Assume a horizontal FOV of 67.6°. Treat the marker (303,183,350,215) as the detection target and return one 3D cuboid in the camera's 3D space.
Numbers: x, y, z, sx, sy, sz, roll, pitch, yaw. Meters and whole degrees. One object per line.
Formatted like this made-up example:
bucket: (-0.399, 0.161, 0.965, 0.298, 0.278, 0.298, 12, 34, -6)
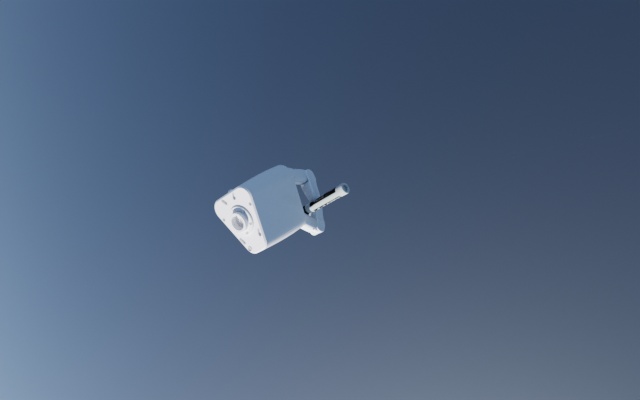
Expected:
marker: (0.000, 0.003, 0.813, 0.020, 0.020, 0.121, 0, -22, -47)
